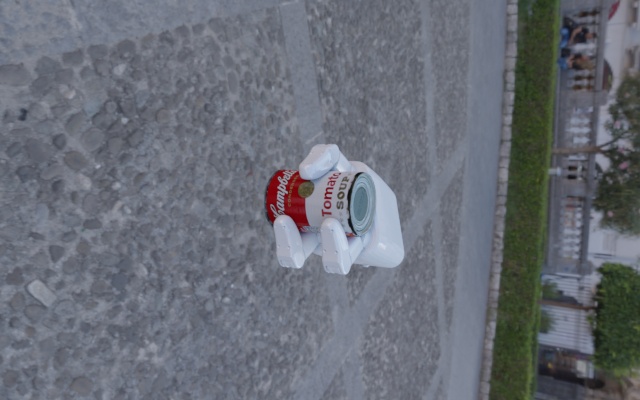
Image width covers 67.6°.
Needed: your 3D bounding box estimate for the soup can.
[{"bbox_3d":[0.000,0.001,0.507,0.102,0.068,0.068,3,2,29],"label":"soup can"}]
